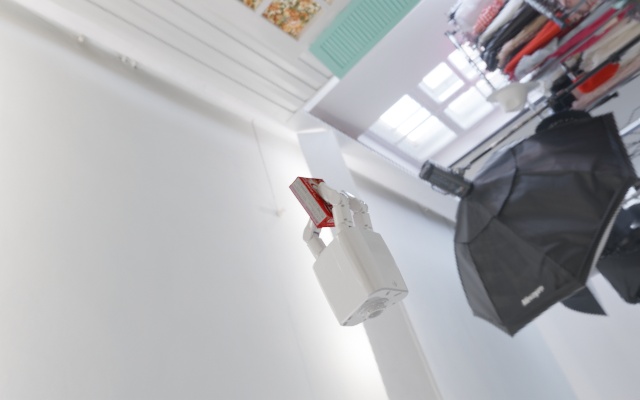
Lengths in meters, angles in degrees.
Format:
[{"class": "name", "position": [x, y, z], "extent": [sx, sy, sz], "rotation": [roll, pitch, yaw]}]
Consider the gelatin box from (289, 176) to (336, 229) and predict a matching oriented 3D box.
[{"class": "gelatin box", "position": [0.000, 0.003, 0.767], "extent": [0.030, 0.089, 0.073], "rotation": [-46, -24, 23]}]
